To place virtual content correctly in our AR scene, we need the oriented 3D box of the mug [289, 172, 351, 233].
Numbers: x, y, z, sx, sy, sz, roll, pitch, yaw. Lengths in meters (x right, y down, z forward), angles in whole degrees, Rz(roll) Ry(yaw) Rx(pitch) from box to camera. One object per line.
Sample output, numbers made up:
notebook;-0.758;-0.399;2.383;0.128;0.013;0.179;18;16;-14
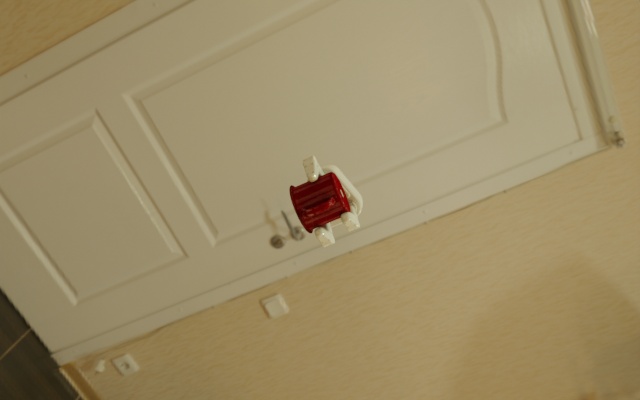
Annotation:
mug;0.000;0.003;0.831;0.081;0.093;0.117;-23;7;10
